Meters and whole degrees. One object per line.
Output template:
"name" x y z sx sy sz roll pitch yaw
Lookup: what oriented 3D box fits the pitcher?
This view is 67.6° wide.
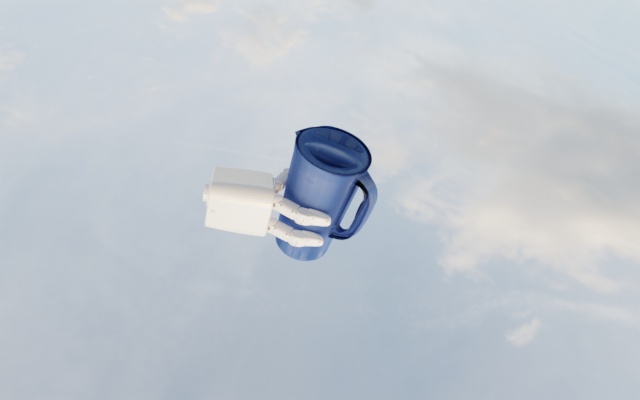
"pitcher" 0.000 0.003 0.858 0.145 0.243 0.149 10 41 -12
